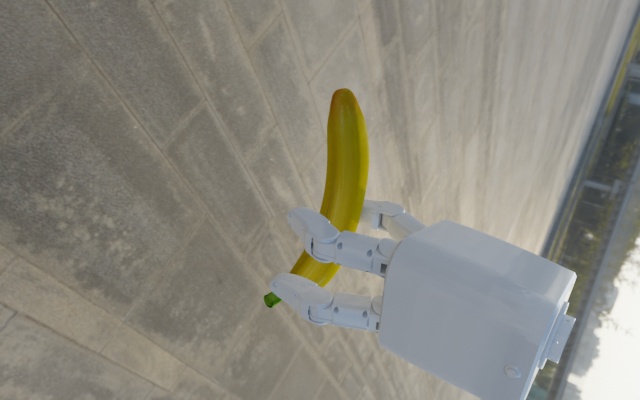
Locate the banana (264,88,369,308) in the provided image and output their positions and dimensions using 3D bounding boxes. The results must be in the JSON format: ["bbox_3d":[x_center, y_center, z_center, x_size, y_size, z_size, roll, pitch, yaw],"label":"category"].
[{"bbox_3d":[0.010,0.005,0.417,0.037,0.198,0.069,25,12,34],"label":"banana"}]
